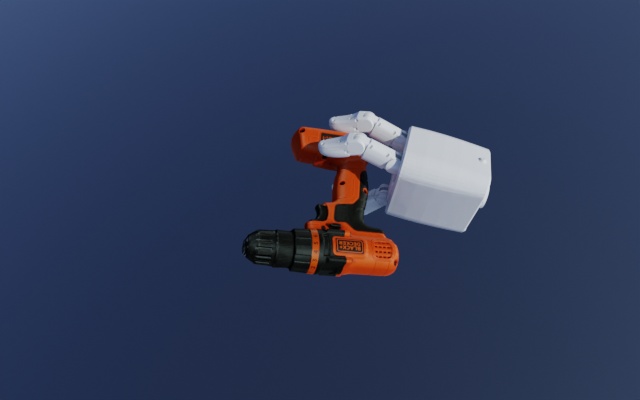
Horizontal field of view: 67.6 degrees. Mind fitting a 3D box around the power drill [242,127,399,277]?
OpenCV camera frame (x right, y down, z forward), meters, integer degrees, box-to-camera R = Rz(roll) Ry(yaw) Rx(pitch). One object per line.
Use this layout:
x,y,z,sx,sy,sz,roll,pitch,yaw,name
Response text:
0.000,0.002,0.589,0.184,0.187,0.057,7,-28,-15,power drill
